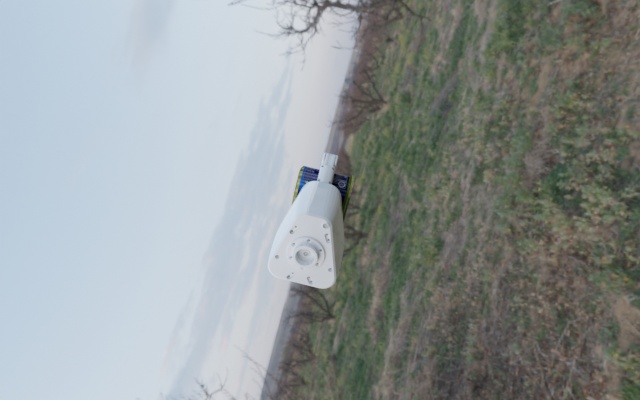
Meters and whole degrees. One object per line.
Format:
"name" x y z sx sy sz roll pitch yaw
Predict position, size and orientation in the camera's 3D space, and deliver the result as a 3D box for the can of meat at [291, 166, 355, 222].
"can of meat" 0.000 0.002 0.743 0.084 0.102 0.057 14 27 1
